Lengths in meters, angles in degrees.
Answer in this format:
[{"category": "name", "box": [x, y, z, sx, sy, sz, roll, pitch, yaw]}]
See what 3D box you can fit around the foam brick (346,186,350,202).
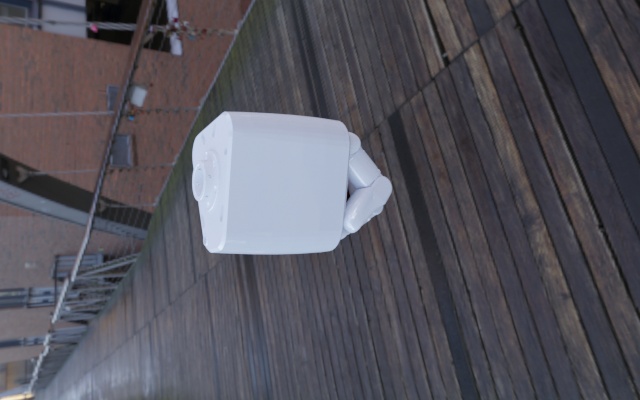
[{"category": "foam brick", "box": [0.000, 0.002, 0.488, 0.051, 0.053, 0.078, 1, -10, -32]}]
